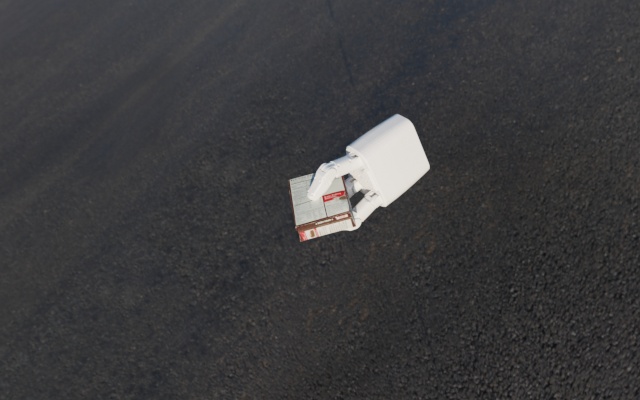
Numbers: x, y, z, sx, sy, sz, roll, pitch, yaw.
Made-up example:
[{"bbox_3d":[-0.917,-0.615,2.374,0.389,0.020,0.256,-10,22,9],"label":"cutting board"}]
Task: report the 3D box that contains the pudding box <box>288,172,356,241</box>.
[{"bbox_3d":[0.000,0.002,0.754,0.090,0.039,0.113,-16,43,5],"label":"pudding box"}]
